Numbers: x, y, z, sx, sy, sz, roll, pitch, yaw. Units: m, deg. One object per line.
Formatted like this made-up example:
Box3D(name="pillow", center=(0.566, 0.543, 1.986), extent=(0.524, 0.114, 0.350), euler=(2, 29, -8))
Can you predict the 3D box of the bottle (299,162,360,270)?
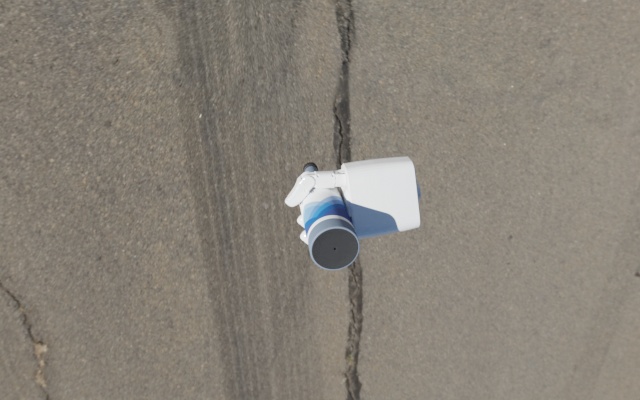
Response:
Box3D(name="bottle", center=(0.000, 0.003, 0.755), extent=(0.069, 0.069, 0.295), euler=(0, 25, -8))
